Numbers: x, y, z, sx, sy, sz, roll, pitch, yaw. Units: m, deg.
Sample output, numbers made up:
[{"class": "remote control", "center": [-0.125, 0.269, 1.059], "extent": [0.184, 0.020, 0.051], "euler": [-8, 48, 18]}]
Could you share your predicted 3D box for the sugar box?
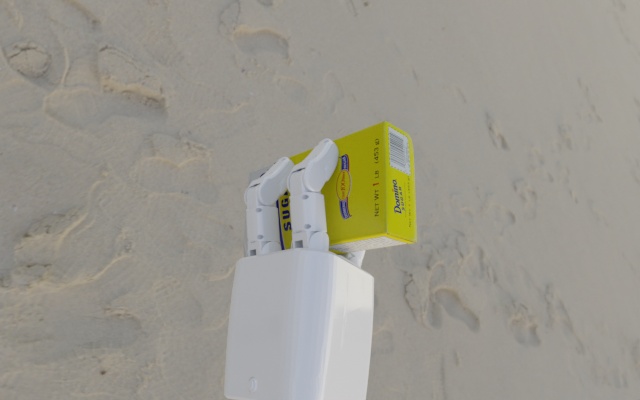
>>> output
[{"class": "sugar box", "center": [0.000, 0.001, 0.425], "extent": [0.176, 0.093, 0.048], "euler": [-15, -24, 41]}]
